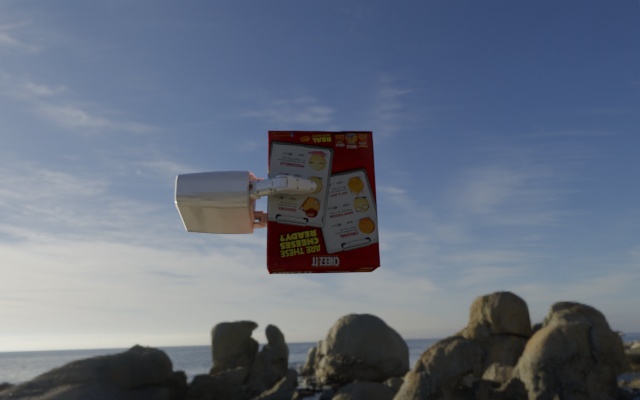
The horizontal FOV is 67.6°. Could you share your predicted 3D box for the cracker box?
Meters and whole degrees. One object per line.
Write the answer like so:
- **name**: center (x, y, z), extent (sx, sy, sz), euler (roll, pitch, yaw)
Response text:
- **cracker box**: center (0.000, 0.002, 0.731), extent (0.164, 0.213, 0.072), euler (0, -16, -4)
